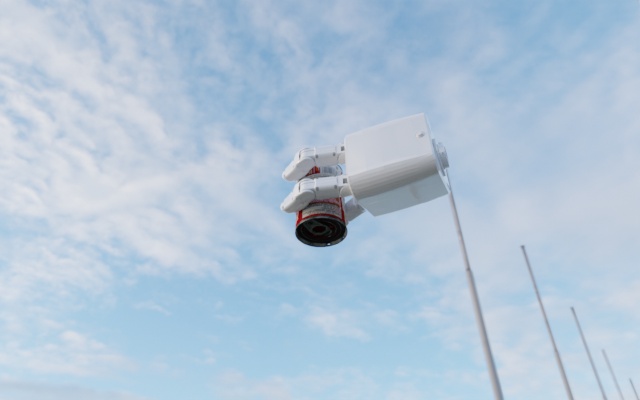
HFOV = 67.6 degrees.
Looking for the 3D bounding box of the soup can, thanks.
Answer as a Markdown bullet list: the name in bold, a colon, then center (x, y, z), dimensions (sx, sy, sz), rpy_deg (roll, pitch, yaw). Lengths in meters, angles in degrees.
- **soup can**: center (0.000, 0.002, 0.643), dimensions (0.068, 0.102, 0.069), rpy_deg (-1, -38, -1)
